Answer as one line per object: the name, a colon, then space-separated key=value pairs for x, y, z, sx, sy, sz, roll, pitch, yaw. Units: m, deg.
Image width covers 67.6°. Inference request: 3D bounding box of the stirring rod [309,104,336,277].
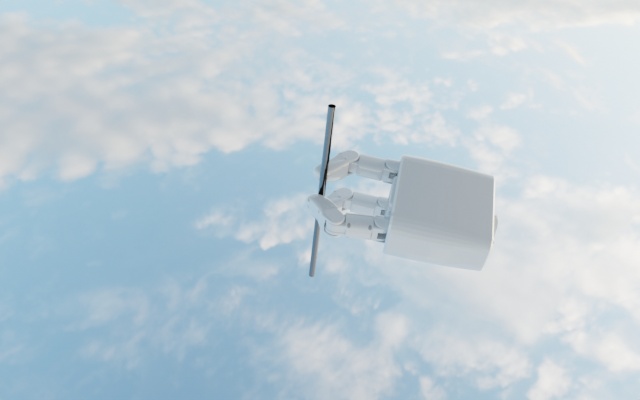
stirring rod: x=0.000 y=0.002 z=0.539 sx=0.011 sy=0.240 sz=0.011 roll=4 pitch=38 yaw=-3
